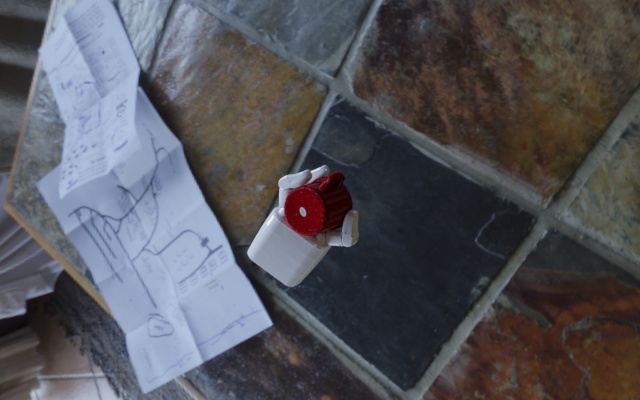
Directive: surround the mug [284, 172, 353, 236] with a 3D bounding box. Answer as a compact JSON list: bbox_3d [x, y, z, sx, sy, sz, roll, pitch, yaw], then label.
[{"bbox_3d":[0.001,0.002,0.775,0.093,0.117,0.081,44,27,15],"label":"mug"}]
